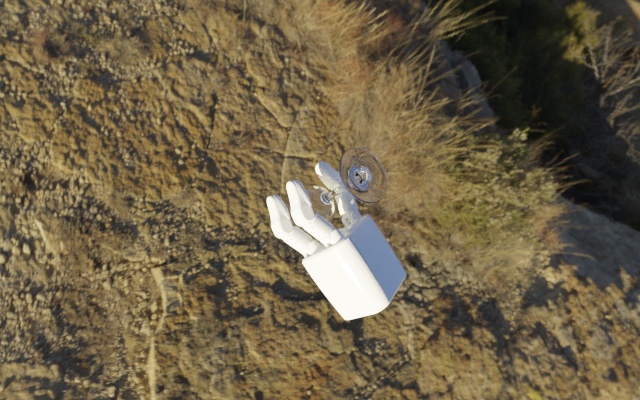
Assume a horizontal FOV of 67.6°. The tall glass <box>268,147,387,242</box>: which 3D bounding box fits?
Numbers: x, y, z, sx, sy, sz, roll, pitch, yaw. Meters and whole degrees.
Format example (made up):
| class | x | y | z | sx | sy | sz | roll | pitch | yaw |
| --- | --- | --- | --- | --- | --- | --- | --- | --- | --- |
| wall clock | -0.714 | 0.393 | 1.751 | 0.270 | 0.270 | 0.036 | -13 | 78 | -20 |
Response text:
| class | x | y | z | sx | sy | sz | roll | pitch | yaw |
| --- | --- | --- | --- | --- | --- | --- | --- | --- | --- |
| tall glass | 0.000 | 0.002 | 0.663 | 0.079 | 0.079 | 0.201 | 0 | -19 | -35 |
